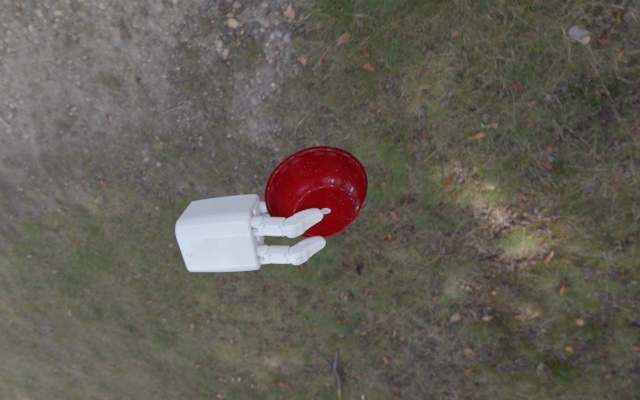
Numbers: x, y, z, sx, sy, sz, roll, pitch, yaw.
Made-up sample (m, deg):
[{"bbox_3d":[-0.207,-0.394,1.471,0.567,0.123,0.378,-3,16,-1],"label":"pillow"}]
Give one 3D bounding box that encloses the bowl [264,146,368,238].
[{"bbox_3d":[0.001,0.002,0.708,0.162,0.162,0.055,0,35,-15],"label":"bowl"}]
